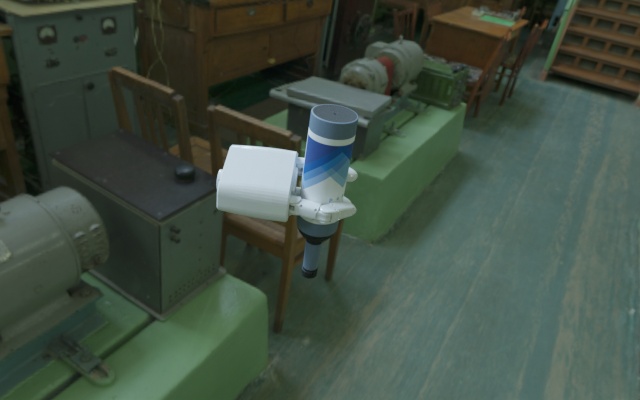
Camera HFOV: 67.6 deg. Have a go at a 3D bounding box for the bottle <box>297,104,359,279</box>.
[{"bbox_3d":[0.000,0.002,0.737,0.069,0.296,0.069,7,33,-4],"label":"bottle"}]
